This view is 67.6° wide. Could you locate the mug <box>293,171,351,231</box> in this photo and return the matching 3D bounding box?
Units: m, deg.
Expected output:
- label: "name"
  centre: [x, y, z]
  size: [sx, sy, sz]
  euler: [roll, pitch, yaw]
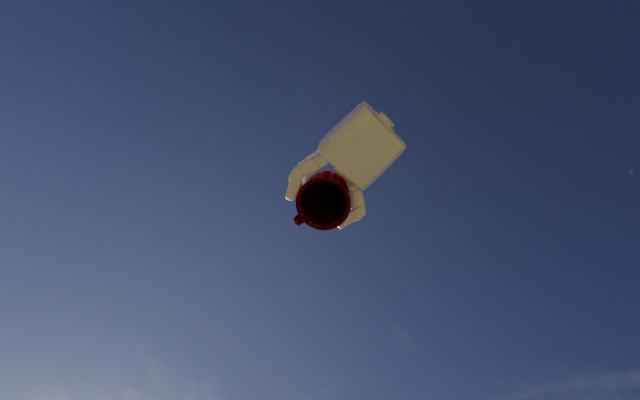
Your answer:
- label: "mug"
  centre: [-0.001, 0.004, 0.838]
  size: [0.117, 0.093, 0.081]
  euler: [-41, 8, 16]
